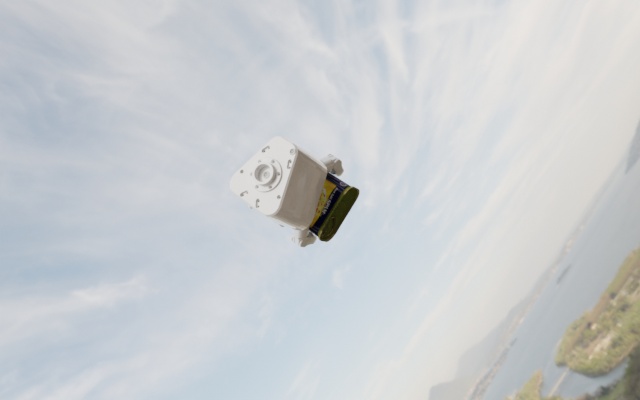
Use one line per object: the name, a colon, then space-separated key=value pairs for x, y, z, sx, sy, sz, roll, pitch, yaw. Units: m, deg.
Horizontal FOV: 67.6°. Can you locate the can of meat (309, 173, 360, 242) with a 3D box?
can of meat: x=0.000 y=0.002 z=0.782 sx=0.084 sy=0.102 sz=0.057 roll=34 pitch=6 yaw=24
